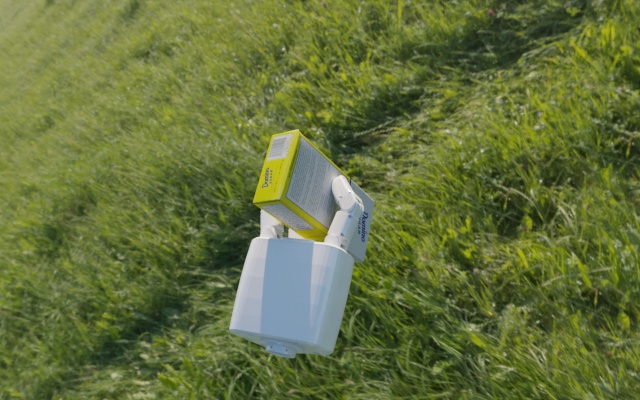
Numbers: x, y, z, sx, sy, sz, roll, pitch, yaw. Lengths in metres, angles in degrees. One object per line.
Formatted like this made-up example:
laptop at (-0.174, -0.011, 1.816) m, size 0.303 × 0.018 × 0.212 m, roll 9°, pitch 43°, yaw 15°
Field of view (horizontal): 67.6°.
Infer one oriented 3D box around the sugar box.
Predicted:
sugar box at (0.000, 0.002, 0.580) m, size 0.048 × 0.093 × 0.176 m, roll -5°, pitch -31°, yaw 34°
